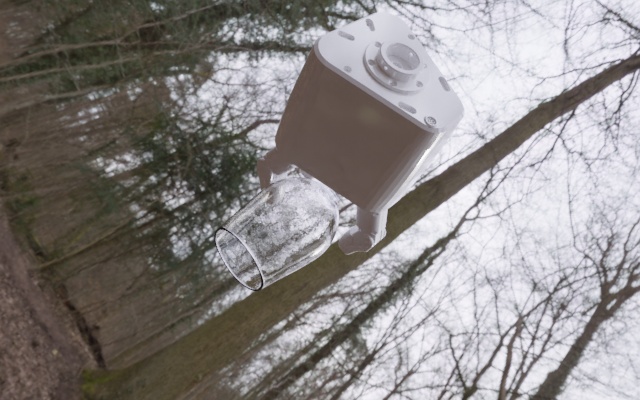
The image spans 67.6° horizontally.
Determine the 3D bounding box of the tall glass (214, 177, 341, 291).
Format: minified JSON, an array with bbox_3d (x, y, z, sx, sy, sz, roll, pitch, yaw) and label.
[{"bbox_3d":[0.001,0.001,0.446,0.201,0.079,0.079,-35,21,-33],"label":"tall glass"}]
